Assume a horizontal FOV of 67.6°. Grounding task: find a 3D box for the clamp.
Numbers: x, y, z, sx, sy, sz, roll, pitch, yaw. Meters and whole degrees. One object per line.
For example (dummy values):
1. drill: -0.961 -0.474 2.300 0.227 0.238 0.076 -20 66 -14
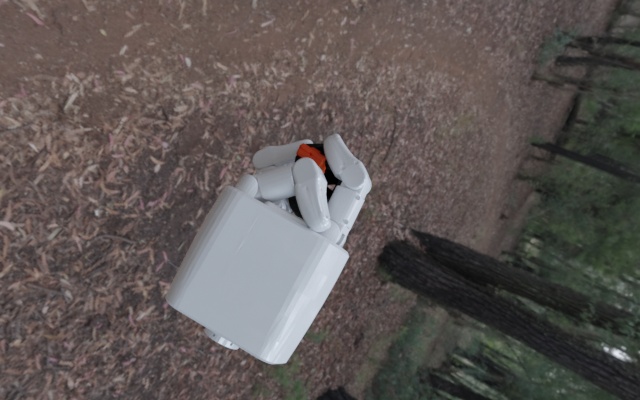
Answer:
1. clamp: 0.001 0.002 0.491 0.039 0.120 0.171 26 -8 23
